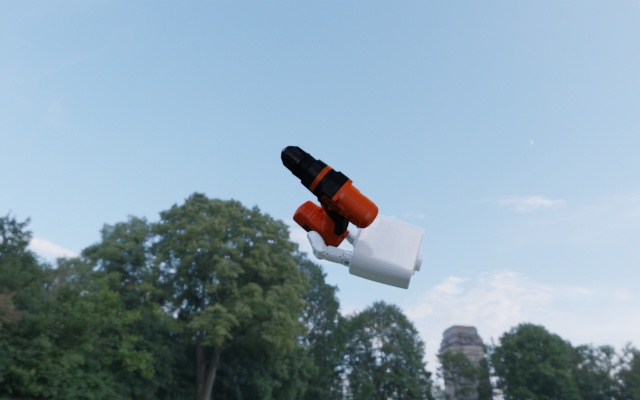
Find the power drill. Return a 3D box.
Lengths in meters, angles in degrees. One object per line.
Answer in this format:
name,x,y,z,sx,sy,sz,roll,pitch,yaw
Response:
power drill,0.000,0.003,0.818,0.184,0.057,0.188,40,-22,8
